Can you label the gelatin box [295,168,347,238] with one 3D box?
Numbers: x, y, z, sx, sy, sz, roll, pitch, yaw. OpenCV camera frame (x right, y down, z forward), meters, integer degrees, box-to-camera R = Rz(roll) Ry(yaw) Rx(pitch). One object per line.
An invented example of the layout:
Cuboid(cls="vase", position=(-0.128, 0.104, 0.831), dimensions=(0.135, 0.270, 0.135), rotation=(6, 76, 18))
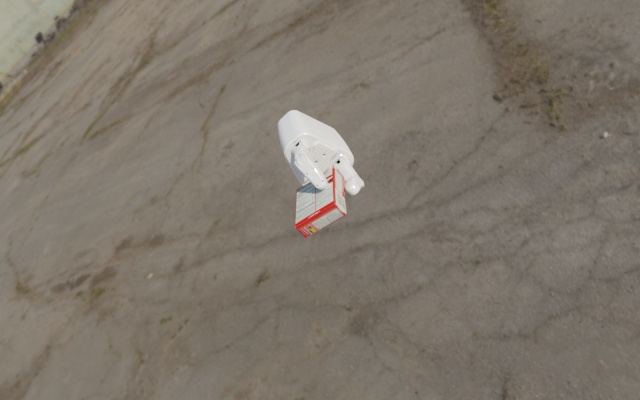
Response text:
Cuboid(cls="gelatin box", position=(0.000, 0.002, 0.696), dimensions=(0.073, 0.089, 0.030), rotation=(-31, -57, 23))
